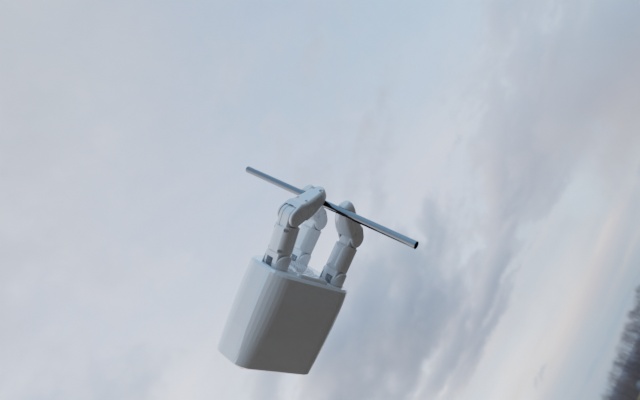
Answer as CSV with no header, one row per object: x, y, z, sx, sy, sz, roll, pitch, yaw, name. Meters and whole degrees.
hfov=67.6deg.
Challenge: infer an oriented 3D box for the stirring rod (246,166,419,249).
0.000,0.002,0.512,0.239,0.011,0.011,24,15,36,stirring rod
